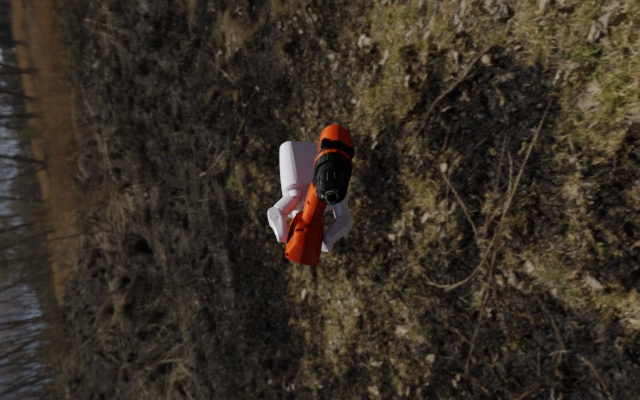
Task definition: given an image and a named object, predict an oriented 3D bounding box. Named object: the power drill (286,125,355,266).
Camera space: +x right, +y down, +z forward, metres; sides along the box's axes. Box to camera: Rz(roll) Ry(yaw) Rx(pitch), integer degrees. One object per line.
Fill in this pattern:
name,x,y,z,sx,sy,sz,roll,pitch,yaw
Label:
power drill,0.000,0.002,0.692,0.057,0.188,0.184,18,32,-5
